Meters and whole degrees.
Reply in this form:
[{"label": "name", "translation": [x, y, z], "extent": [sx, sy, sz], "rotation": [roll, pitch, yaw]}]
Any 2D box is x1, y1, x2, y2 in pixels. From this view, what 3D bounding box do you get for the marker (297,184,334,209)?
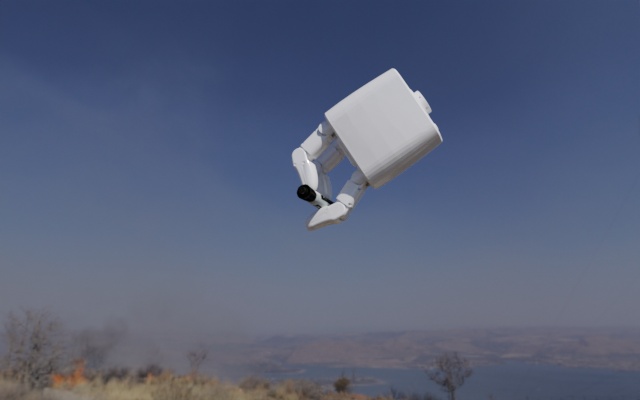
[{"label": "marker", "translation": [0.000, 0.002, 0.619], "extent": [0.020, 0.020, 0.121], "rotation": [0, -14, 22]}]
